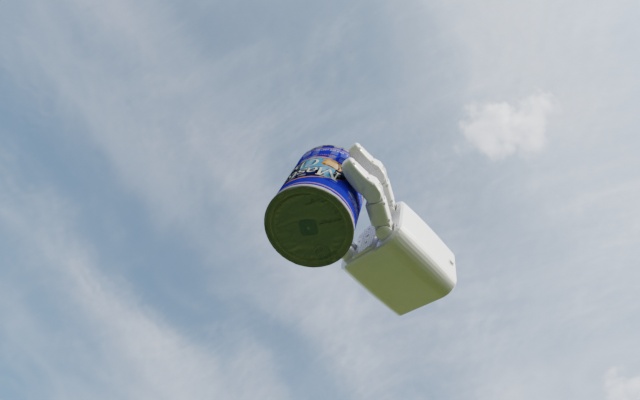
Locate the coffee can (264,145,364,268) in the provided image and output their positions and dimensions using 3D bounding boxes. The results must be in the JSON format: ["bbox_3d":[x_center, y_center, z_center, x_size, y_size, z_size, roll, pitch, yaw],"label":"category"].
[{"bbox_3d":[0.000,0.002,0.588,0.103,0.103,0.140,0,25,13],"label":"coffee can"}]
